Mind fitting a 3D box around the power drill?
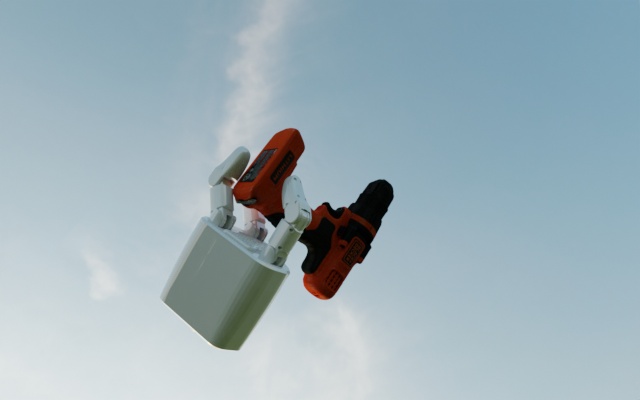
[{"bbox_3d":[0.000,0.002,0.588,0.188,0.184,0.057,46,-25,-25],"label":"power drill"}]
